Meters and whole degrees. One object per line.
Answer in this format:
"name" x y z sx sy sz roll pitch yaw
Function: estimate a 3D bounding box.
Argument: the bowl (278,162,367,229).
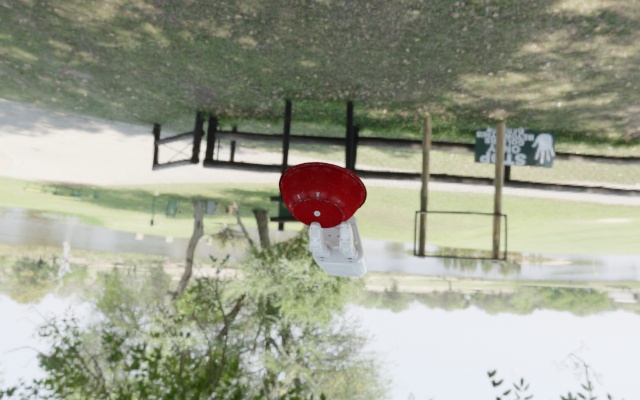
"bowl" 0.000 0.002 0.846 0.162 0.055 0.162 7 -35 5
